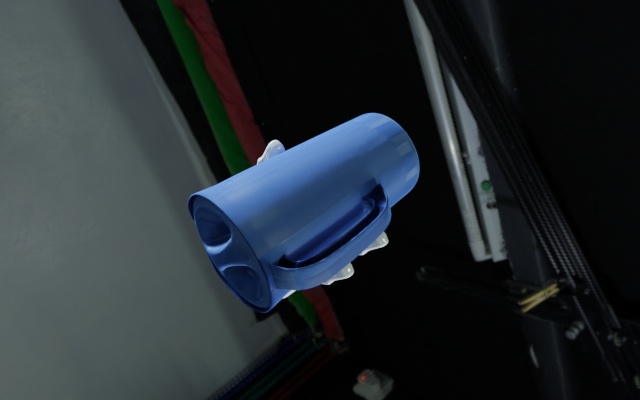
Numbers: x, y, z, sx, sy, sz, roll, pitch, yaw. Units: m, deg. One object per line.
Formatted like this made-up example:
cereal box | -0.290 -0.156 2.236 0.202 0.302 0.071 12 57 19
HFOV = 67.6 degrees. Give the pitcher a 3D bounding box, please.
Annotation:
pitcher | 0.000 0.002 0.508 0.242 0.149 0.145 -33 -14 -29
